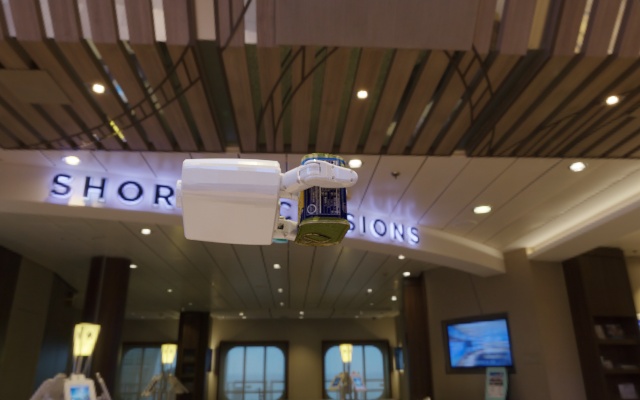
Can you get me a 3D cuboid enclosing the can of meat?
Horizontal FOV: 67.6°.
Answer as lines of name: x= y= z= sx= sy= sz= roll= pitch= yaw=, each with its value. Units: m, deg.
can of meat: x=0.000 y=0.002 z=0.569 sx=0.057 sy=0.084 sz=0.102 roll=2 pitch=-20 yaw=-7
